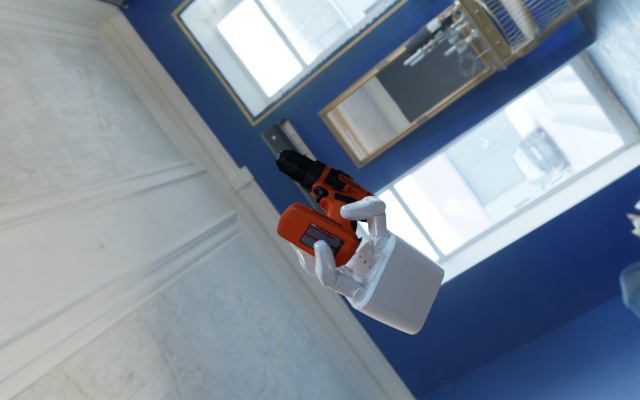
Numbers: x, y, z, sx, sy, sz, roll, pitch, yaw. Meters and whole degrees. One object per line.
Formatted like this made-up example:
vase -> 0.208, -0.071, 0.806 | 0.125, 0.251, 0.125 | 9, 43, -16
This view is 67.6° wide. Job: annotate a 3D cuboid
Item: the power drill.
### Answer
power drill -> 0.000, 0.003, 0.686 | 0.184, 0.057, 0.187 | 29, 28, -1
